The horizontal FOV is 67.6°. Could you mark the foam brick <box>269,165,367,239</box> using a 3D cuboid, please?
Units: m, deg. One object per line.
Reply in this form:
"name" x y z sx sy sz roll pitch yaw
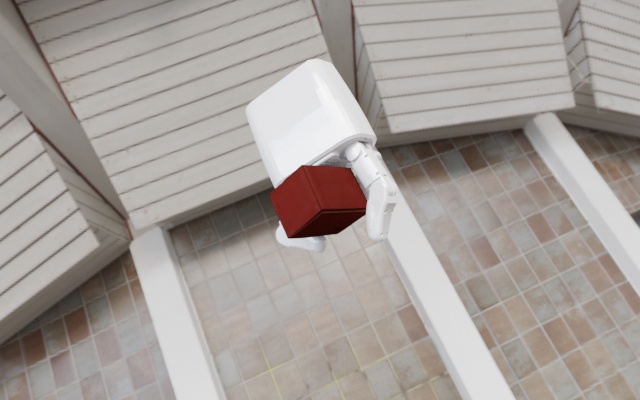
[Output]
"foam brick" 0.000 0.002 0.466 0.053 0.051 0.078 -38 -23 34
